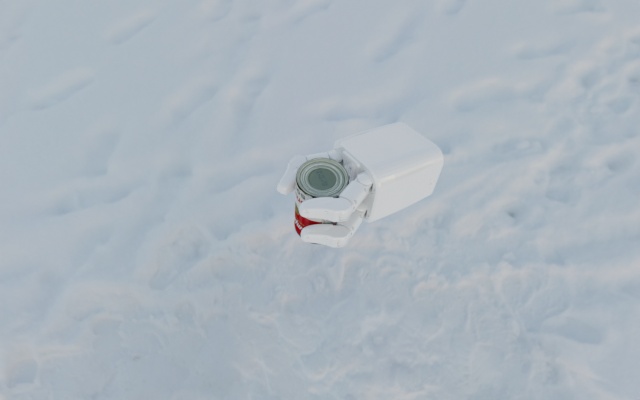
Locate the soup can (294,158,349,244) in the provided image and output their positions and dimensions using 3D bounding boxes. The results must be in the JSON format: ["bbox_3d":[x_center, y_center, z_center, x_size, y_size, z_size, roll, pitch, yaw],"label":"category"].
[{"bbox_3d":[0.000,0.002,0.624,0.068,0.068,0.102,0,-37,-4],"label":"soup can"}]
